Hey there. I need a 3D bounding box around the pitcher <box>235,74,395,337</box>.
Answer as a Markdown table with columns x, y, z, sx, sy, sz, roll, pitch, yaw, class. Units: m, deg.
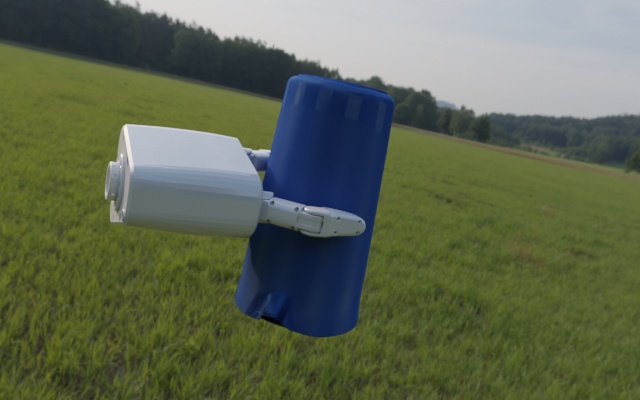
| x | y | z | sx | sy | sz | roll | pitch | yaw | class |
| --- | --- | --- | --- | --- | --- | --- | --- | --- | --- |
| 0.000 | 0.002 | 0.498 | 0.145 | 0.243 | 0.149 | 6 | 12 | -28 | pitcher |
